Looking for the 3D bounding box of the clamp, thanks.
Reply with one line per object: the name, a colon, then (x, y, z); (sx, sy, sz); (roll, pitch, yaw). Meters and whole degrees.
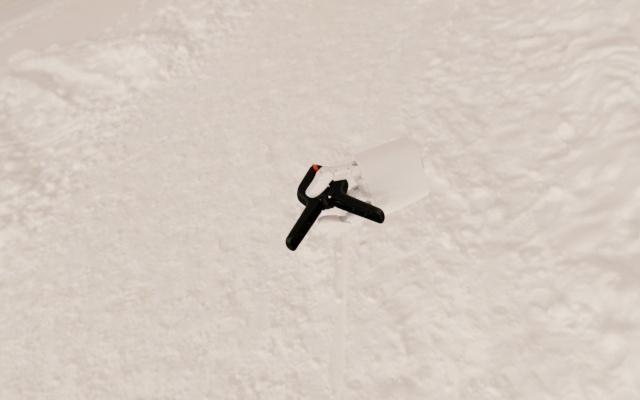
clamp: (0.000, 0.002, 0.830); (0.164, 0.036, 0.209); (-21, 36, -6)
